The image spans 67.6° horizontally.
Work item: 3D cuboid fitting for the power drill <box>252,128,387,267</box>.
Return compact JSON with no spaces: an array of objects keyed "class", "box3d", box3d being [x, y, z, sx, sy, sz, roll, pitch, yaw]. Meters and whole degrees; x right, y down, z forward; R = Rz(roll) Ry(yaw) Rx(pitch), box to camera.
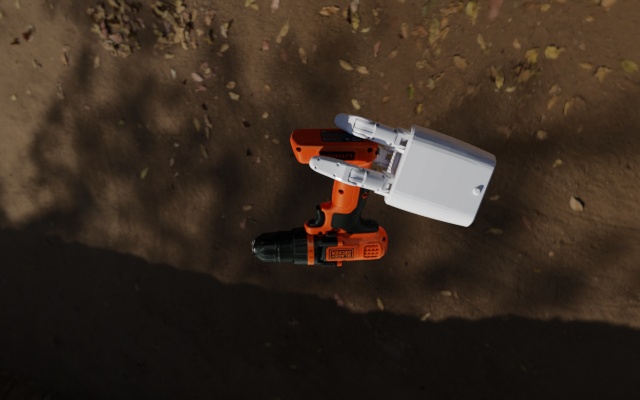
[{"class":"power drill","box3d":[0.000,0.002,0.618,0.184,0.188,0.057,-3,32,-6]}]
